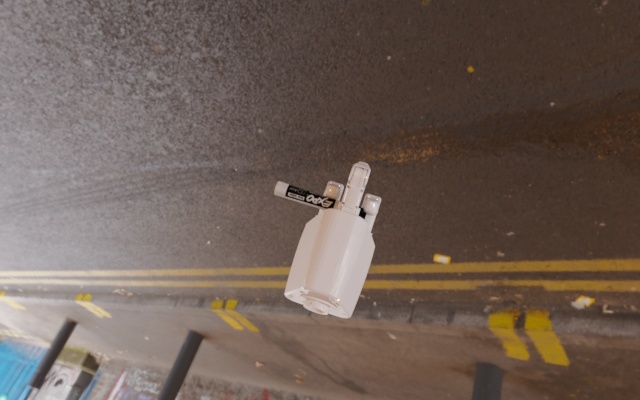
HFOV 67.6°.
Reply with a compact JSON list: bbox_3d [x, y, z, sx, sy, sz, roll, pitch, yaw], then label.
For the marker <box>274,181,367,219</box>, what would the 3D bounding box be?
[{"bbox_3d":[0.000,0.002,0.613,0.121,0.020,0.020,18,1,4],"label":"marker"}]
